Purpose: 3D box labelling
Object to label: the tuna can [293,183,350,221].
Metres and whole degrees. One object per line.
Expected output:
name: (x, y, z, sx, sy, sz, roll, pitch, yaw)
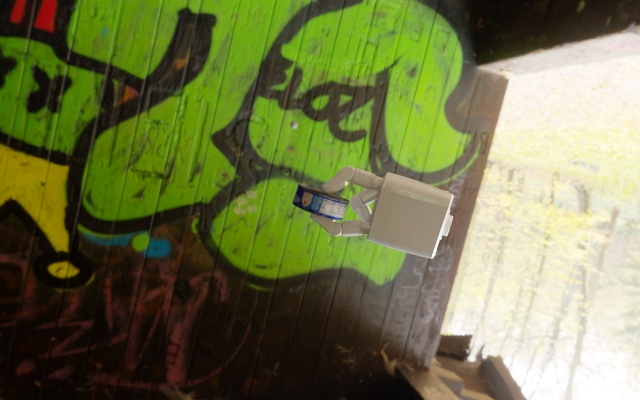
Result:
tuna can: (0.000, 0.003, 0.751, 0.086, 0.034, 0.086, 19, 6, -2)
